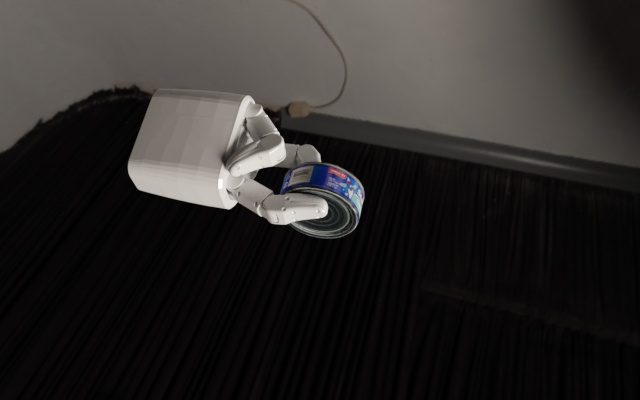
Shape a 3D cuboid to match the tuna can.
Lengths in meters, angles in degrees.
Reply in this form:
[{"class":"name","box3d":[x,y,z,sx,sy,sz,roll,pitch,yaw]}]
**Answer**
[{"class":"tuna can","box3d":[0.000,0.002,0.488,0.086,0.033,0.086,9,-38,7]}]
